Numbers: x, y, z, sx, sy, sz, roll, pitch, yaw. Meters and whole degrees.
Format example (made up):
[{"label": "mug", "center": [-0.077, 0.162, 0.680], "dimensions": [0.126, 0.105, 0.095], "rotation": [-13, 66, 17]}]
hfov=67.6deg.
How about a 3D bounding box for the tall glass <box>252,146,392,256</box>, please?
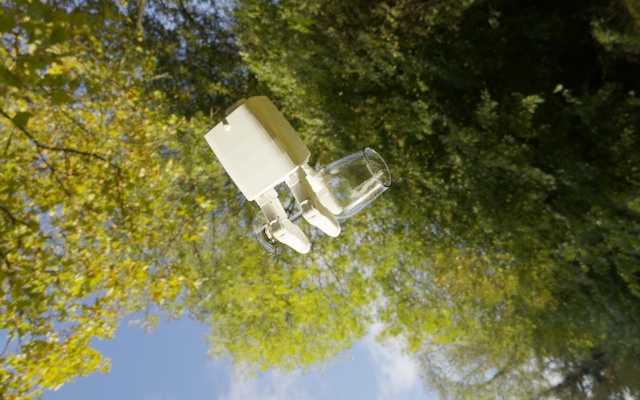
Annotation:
[{"label": "tall glass", "center": [0.000, 0.003, 0.664], "dimensions": [0.201, 0.079, 0.079], "rotation": [-32, -16, 28]}]
